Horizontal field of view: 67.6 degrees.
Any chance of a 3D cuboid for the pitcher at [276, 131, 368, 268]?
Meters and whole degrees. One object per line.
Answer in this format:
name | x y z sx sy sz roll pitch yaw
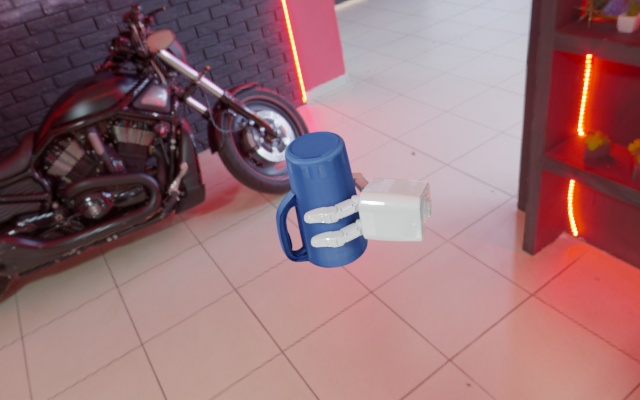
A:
pitcher | 0.000 0.003 0.892 0.145 0.243 0.149 4 39 22
